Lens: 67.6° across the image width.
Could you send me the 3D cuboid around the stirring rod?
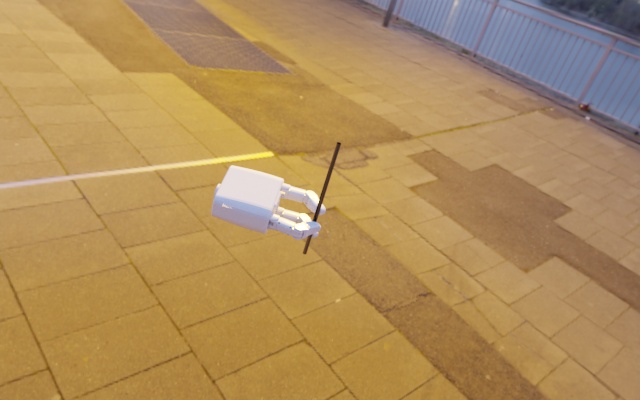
[{"bbox_3d":[0.000,0.003,0.865,0.011,0.240,0.011,13,31,-8],"label":"stirring rod"}]
